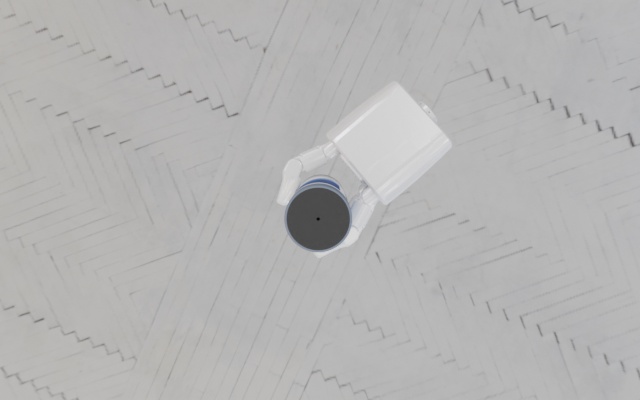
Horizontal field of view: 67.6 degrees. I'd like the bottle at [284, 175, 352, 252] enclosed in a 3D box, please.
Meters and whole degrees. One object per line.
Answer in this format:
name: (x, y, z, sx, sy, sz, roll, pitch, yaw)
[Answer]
bottle: (0.000, 0.002, 0.609, 0.069, 0.069, 0.295, 0, 6, 1)
